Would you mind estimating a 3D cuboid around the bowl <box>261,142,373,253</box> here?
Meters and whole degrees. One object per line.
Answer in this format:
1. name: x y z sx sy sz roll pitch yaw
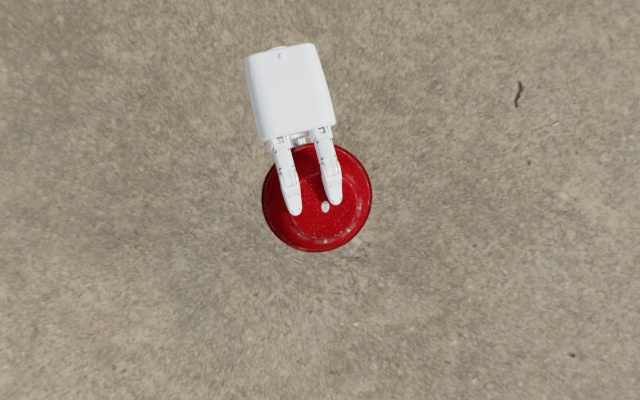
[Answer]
1. bowl: 0.001 0.003 0.659 0.162 0.162 0.055 0 11 -10
